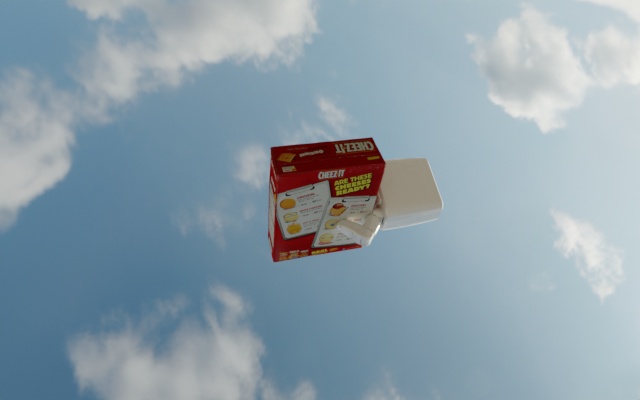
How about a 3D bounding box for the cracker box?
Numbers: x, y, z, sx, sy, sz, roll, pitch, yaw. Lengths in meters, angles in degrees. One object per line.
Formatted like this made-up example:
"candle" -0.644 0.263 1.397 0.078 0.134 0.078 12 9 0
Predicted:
"cracker box" 0.000 0.003 0.772 0.164 0.072 0.214 -8 -40 -14
